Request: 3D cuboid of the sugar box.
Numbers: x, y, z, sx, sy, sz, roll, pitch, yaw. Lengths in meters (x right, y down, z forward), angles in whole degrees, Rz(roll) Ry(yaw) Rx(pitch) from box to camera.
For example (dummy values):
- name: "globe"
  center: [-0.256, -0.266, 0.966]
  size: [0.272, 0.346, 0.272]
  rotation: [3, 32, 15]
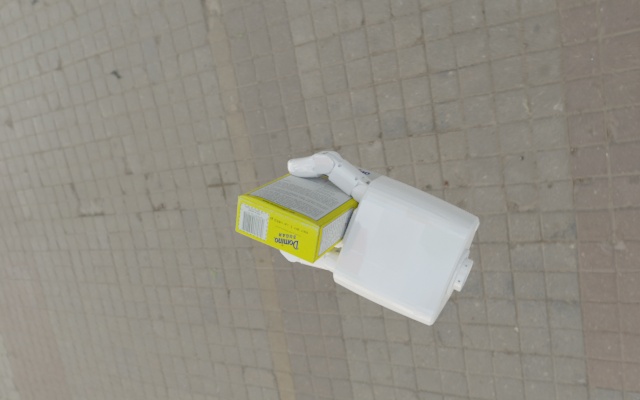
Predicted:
- name: "sugar box"
  center: [0.000, 0.002, 0.512]
  size: [0.093, 0.048, 0.176]
  rotation: [21, 24, 24]
